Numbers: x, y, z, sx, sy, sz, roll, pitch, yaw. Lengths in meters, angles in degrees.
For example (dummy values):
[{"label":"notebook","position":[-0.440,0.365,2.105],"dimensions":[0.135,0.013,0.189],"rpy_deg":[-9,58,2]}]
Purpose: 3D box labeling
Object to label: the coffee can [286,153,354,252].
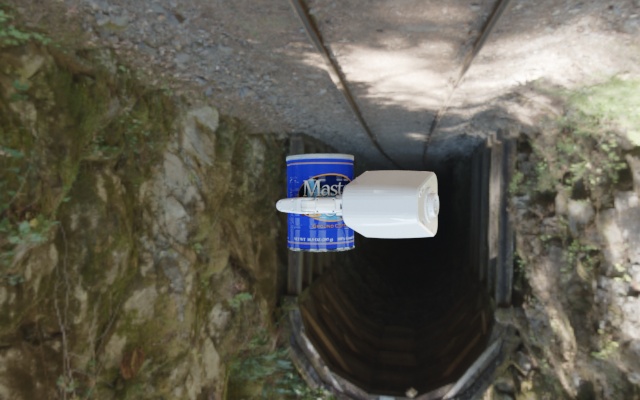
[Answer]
[{"label":"coffee can","position":[0.000,0.002,0.727],"dimensions":[0.103,0.140,0.103],"rpy_deg":[-1,1,0]}]
